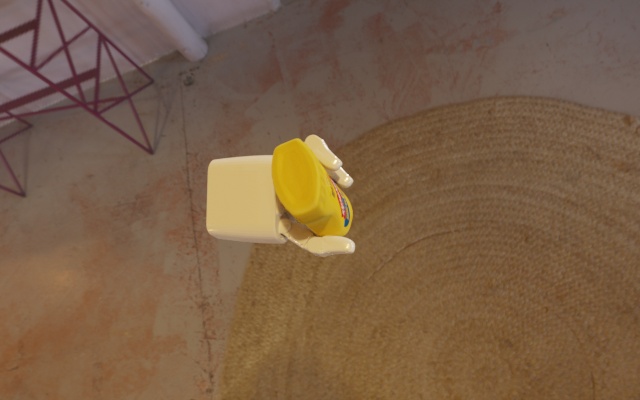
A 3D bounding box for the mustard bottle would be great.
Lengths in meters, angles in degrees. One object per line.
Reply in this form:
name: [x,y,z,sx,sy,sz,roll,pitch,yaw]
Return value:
mustard bottle: [0.000,0.002,0.620,0.058,0.096,0.192,-23,-25,10]
